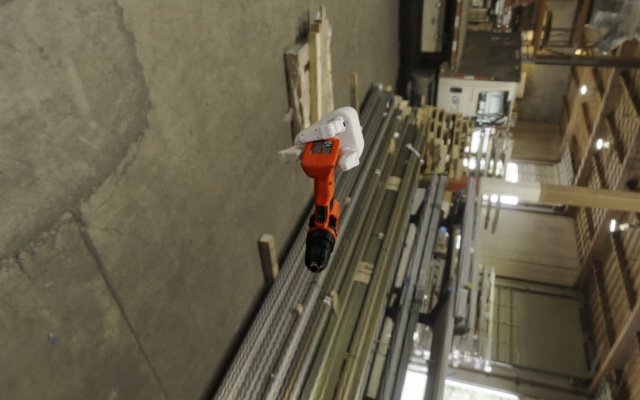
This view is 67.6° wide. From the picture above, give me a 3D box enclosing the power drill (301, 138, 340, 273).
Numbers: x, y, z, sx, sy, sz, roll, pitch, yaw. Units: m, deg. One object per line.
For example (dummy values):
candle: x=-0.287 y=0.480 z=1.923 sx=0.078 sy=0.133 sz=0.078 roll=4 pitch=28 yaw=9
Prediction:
power drill: x=0.000 y=0.002 z=0.802 sx=0.057 sy=0.188 sz=0.184 roll=3 pitch=35 yaw=5
